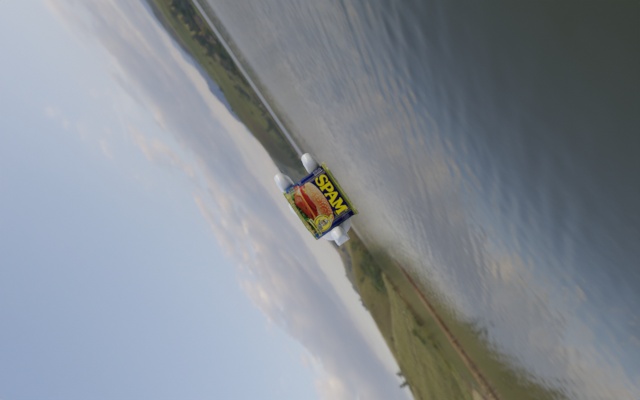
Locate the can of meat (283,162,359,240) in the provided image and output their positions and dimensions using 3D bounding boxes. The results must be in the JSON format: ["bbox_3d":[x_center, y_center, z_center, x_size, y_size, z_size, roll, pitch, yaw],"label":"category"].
[{"bbox_3d":[0.000,0.003,0.781,0.084,0.102,0.057,-34,0,2],"label":"can of meat"}]
